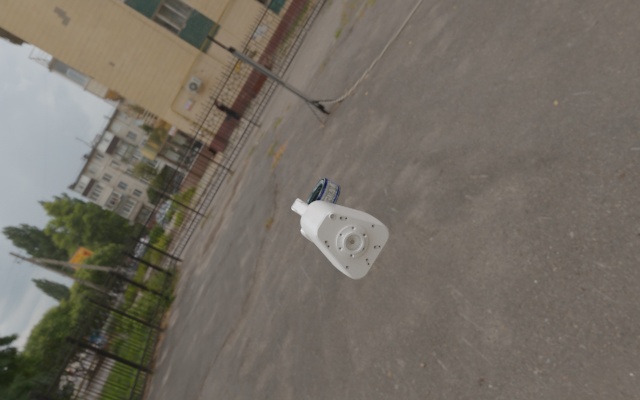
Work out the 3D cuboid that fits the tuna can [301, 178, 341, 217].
[{"bbox_3d":[0.000,0.003,0.862,0.034,0.086,0.086,29,-6,-11],"label":"tuna can"}]
